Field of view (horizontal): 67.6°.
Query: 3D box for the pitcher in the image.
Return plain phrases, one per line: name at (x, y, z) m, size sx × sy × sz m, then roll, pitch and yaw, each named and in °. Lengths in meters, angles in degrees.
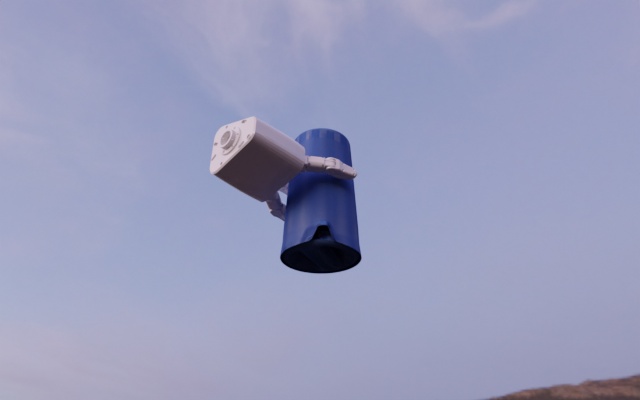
pitcher at (0.000, 0.003, 0.845) m, size 0.149 × 0.242 × 0.145 m, roll -26°, pitch -39°, yaw 37°
